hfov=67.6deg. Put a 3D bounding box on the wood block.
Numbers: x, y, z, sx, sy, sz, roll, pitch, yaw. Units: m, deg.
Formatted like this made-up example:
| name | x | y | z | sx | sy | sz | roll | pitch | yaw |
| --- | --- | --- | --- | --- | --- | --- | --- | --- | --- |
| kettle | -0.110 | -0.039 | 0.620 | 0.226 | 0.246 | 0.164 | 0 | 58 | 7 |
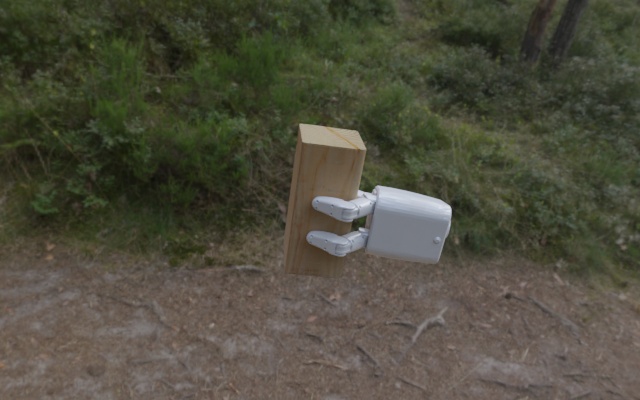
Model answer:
| name | x | y | z | sx | sy | sz | roll | pitch | yaw |
| --- | --- | --- | --- | --- | --- | --- | --- | --- | --- |
| wood block | 0.001 | 0.002 | 0.710 | 0.090 | 0.206 | 0.090 | 6 | 25 | -7 |
